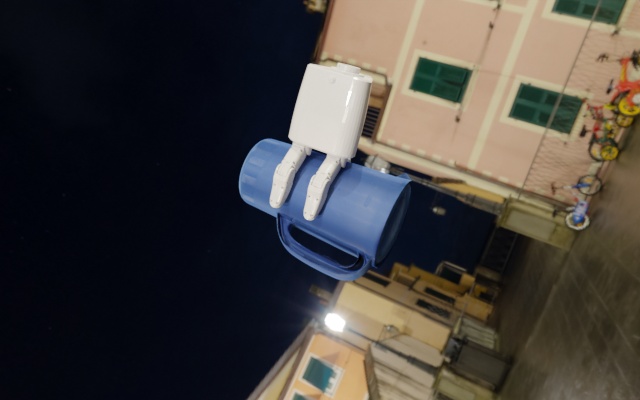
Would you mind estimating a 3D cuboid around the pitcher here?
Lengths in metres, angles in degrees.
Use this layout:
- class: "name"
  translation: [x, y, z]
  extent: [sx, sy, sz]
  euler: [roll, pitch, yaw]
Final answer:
- class: "pitcher"
  translation: [0.000, 0.002, 0.703]
  extent: [0.243, 0.145, 0.149]
  euler: [21, 20, 19]
